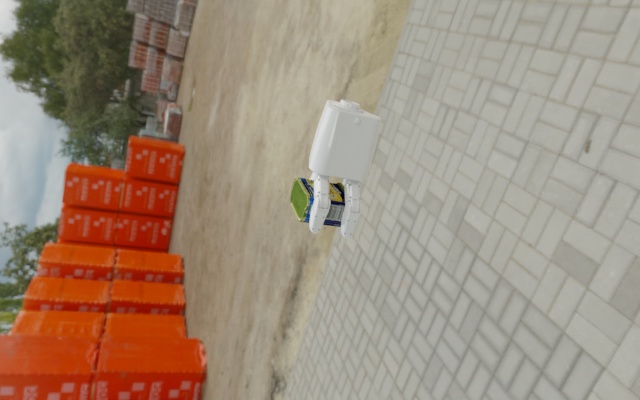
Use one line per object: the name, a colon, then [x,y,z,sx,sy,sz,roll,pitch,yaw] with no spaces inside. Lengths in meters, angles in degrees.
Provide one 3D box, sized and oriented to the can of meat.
can of meat: [0.000,0.003,0.814,0.084,0.057,0.102,9,22,-21]
